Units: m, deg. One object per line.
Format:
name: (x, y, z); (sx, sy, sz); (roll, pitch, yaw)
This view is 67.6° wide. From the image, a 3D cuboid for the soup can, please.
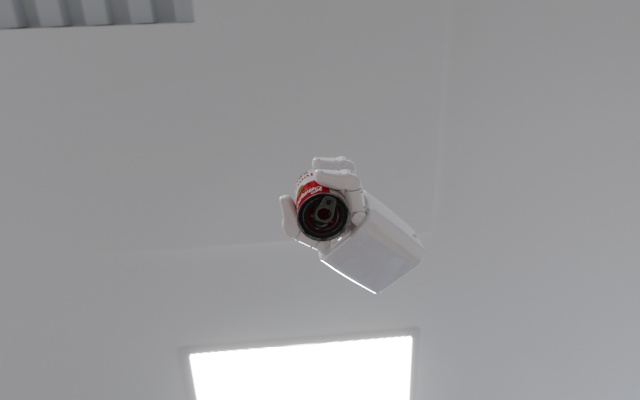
soup can: (0.000, 0.002, 0.650); (0.068, 0.068, 0.102); (0, 23, -5)
